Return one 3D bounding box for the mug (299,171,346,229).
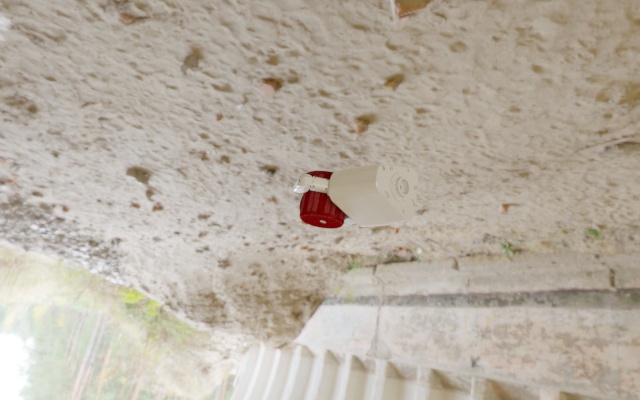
[{"bbox_3d":[-0.001,0.003,0.873,0.093,0.081,0.117,25,-23,-37],"label":"mug"}]
